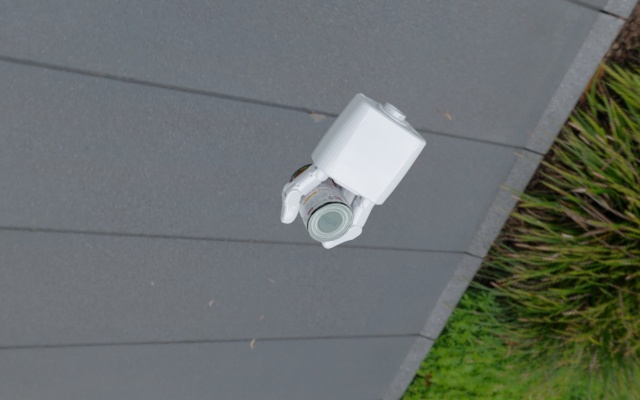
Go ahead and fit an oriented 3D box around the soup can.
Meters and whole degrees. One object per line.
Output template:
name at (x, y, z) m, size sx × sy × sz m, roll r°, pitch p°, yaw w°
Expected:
soup can at (0.000, 0.003, 0.676) m, size 0.068 × 0.068 × 0.102 m, roll 0°, pitch 34°, yaw -20°
